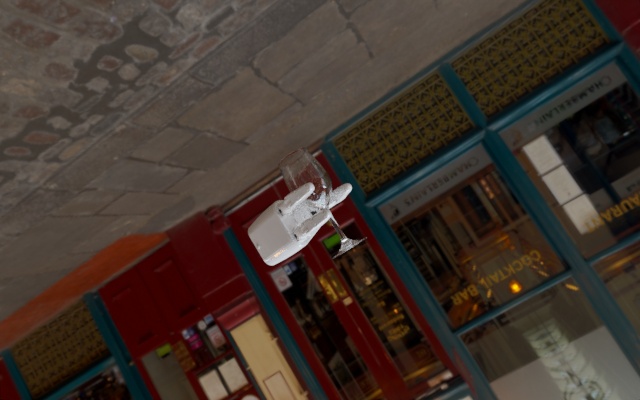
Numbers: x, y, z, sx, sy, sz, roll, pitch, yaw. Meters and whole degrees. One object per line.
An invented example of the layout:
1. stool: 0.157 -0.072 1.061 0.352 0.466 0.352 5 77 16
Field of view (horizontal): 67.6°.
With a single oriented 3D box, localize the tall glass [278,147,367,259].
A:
1. tall glass: 0.001 0.003 0.870 0.079 0.201 0.079 -31 -7 -4
